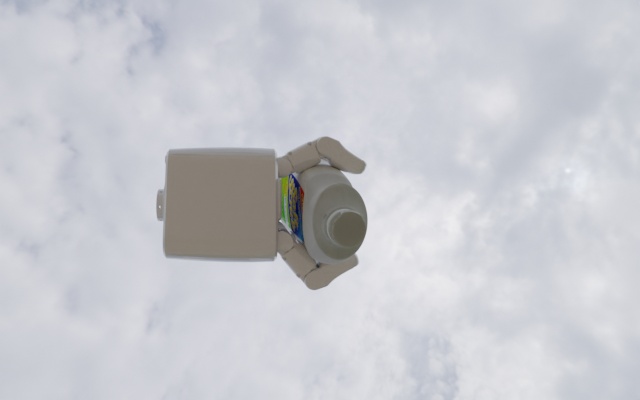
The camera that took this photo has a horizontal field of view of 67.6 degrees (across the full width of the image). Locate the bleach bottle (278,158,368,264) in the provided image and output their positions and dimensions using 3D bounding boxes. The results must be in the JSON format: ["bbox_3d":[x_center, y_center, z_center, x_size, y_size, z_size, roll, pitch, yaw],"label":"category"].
[{"bbox_3d":[0.000,0.002,0.500,0.068,0.102,0.251,1,6,-11],"label":"bleach bottle"}]
